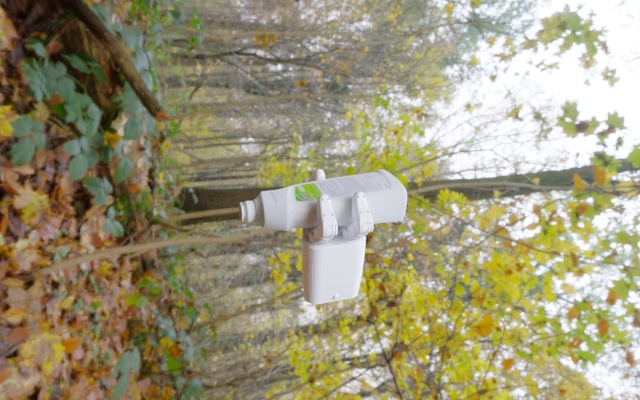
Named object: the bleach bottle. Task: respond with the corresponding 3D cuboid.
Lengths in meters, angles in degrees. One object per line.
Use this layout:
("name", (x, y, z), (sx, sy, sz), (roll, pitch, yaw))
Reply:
("bleach bottle", (0.000, 0.002, 0.735), (0.251, 0.068, 0.102), (-5, 25, -18))
